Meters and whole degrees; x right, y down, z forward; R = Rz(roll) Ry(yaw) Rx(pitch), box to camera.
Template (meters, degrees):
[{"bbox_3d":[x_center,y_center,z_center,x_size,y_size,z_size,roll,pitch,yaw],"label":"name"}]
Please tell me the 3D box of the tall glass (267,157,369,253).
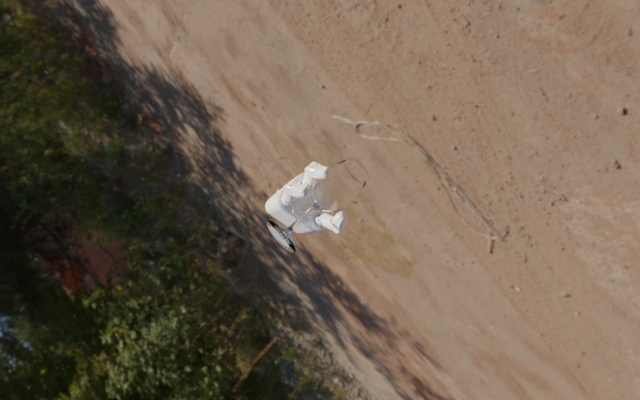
[{"bbox_3d":[0.000,0.003,0.875,0.201,0.079,0.079,-41,18,-22],"label":"tall glass"}]
